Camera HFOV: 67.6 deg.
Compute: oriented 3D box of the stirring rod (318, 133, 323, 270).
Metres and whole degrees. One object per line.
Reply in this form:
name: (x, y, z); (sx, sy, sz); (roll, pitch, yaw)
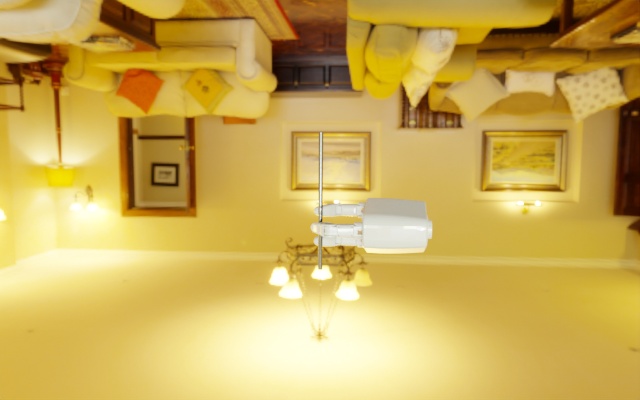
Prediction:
stirring rod: (0.000, 0.003, 0.837); (0.011, 0.239, 0.011); (0, 5, 0)
